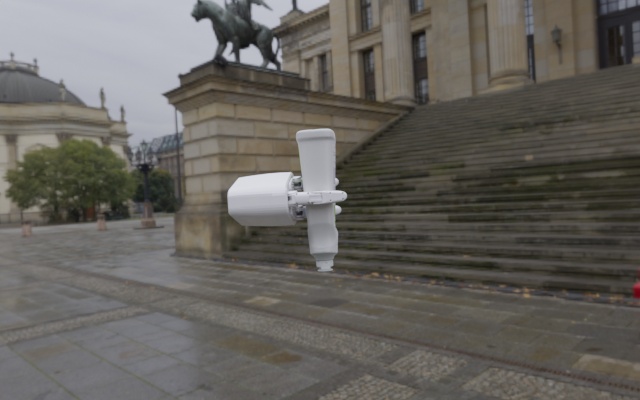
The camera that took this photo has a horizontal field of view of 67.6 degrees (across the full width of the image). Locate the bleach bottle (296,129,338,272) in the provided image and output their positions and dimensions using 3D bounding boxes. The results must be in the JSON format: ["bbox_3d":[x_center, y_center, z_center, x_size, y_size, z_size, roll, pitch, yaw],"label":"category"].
[{"bbox_3d":[0.000,0.003,0.862,0.068,0.251,0.102,-4,1,6],"label":"bleach bottle"}]
